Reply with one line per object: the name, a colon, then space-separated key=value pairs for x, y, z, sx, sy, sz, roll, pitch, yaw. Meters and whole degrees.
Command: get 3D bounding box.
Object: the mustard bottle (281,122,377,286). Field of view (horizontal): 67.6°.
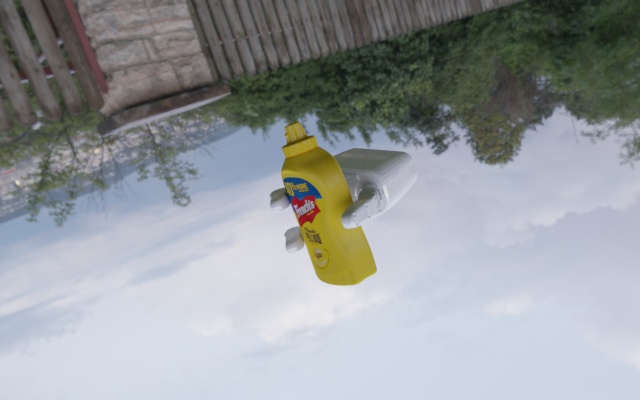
mustard bottle: x=0.000 y=0.002 z=0.556 sx=0.058 sy=0.192 sz=0.096 roll=-25 pitch=13 yaw=-26
